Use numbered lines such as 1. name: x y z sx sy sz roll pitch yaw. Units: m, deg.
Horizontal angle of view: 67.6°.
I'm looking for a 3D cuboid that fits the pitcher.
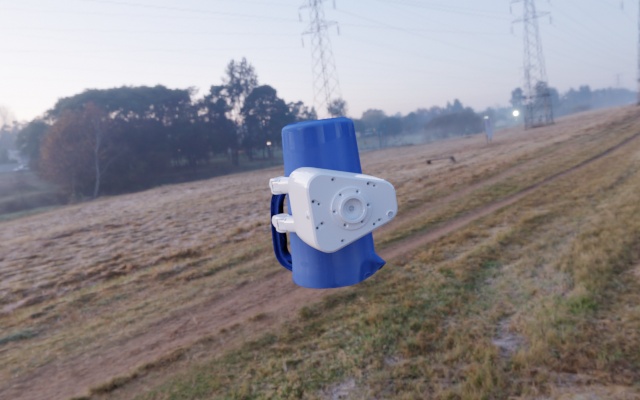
1. pitcher: 0.000 0.002 0.726 0.149 0.243 0.145 -9 7 -12
